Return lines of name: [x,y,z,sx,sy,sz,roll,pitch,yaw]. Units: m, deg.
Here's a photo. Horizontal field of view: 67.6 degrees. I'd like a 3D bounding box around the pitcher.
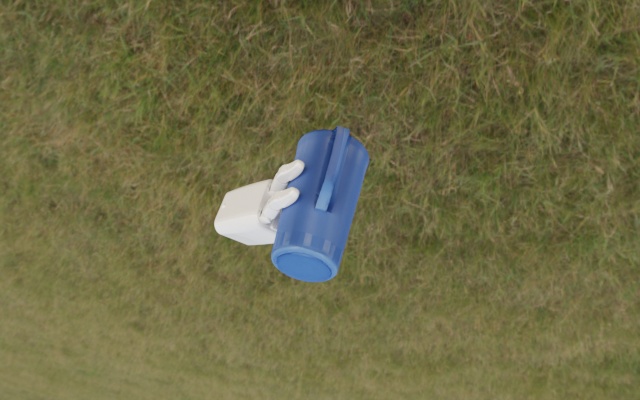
pitcher: [0.000,0.003,0.797,0.145,0.242,0.149,-11,-41,32]
